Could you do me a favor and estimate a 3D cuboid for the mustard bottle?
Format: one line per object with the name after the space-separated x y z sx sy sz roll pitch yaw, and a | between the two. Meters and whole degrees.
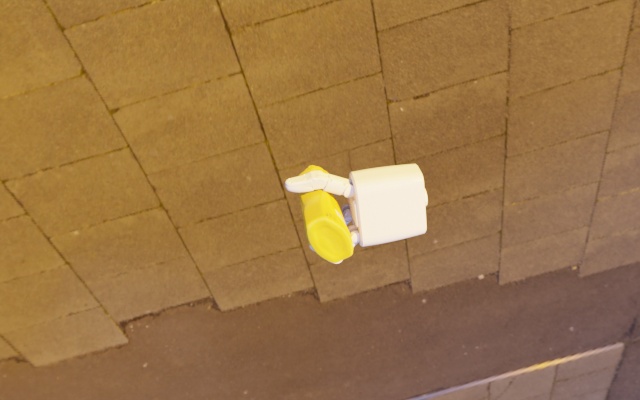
0.000 0.003 0.754 0.058 0.096 0.191 -29 37 11 | mustard bottle
